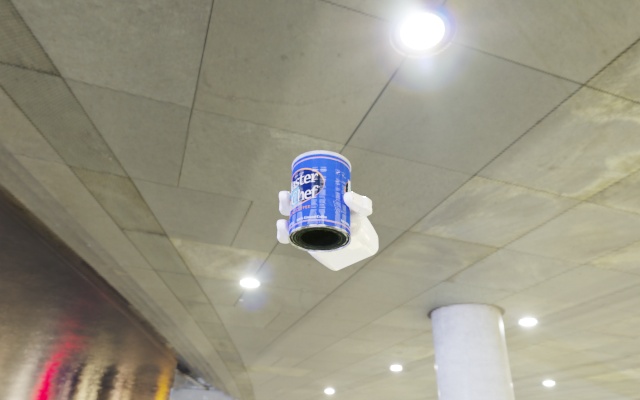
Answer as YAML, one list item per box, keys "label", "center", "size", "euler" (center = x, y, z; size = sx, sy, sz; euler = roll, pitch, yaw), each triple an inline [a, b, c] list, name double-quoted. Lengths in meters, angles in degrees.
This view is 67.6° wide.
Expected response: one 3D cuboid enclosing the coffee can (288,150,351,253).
- label: "coffee can"
  center: [0.000, 0.002, 0.797]
  size: [0.103, 0.140, 0.103]
  euler: [1, -29, 1]
